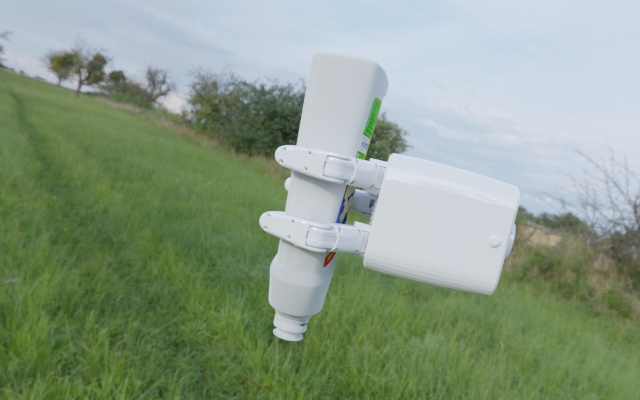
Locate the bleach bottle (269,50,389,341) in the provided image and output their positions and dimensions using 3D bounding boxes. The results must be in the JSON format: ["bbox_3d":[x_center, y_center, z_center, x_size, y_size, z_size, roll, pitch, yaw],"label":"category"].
[{"bbox_3d":[0.000,0.001,0.437,0.068,0.251,0.102,14,5,10],"label":"bleach bottle"}]
